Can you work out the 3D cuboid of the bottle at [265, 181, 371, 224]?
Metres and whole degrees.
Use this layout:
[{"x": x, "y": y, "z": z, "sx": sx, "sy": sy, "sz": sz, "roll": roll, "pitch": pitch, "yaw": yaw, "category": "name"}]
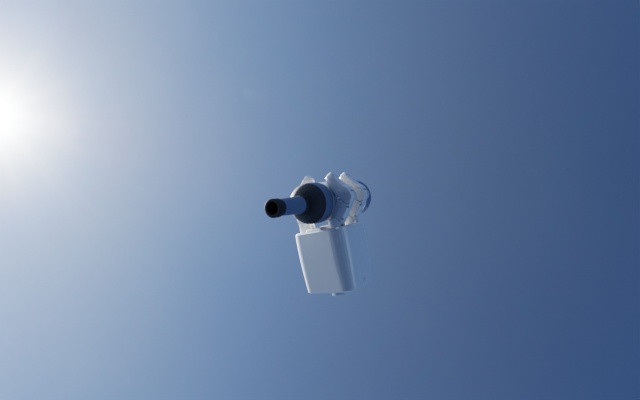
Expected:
[{"x": 0.000, "y": 0.003, "z": 0.797, "sx": 0.069, "sy": 0.069, "sz": 0.295, "roll": 0, "pitch": 3, "yaw": 27, "category": "bottle"}]
